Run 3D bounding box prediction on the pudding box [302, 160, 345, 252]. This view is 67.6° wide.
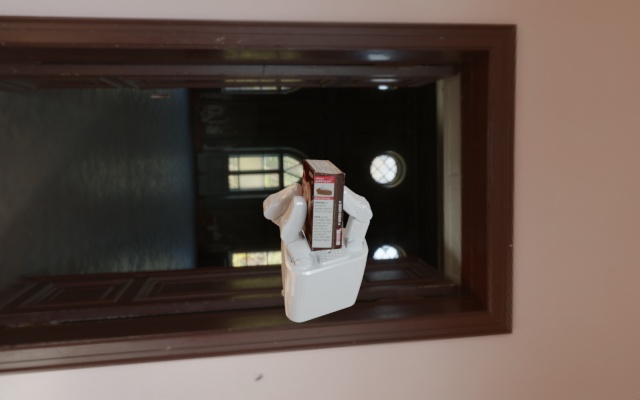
[{"bbox_3d":[0.000,0.002,0.567,0.039,0.090,0.113,-1,12,-10],"label":"pudding box"}]
